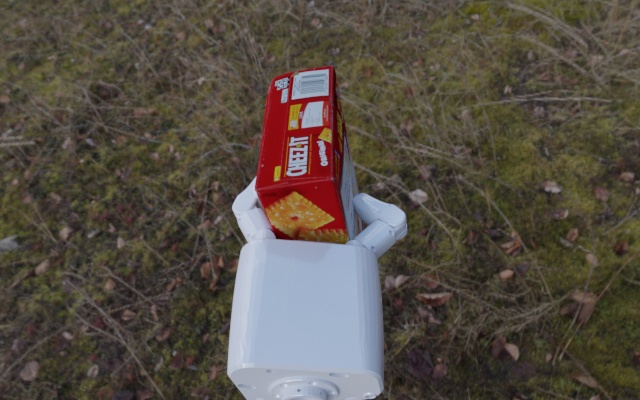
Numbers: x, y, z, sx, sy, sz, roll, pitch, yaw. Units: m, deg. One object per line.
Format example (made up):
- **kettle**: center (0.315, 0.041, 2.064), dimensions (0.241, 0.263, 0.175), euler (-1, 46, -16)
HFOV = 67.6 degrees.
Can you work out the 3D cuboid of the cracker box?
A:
- **cracker box**: center (0.000, 0.001, 0.486), dimensions (0.072, 0.164, 0.214), euler (-7, -44, 8)
